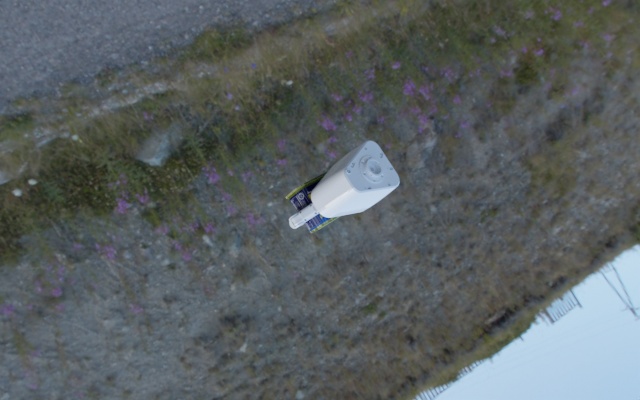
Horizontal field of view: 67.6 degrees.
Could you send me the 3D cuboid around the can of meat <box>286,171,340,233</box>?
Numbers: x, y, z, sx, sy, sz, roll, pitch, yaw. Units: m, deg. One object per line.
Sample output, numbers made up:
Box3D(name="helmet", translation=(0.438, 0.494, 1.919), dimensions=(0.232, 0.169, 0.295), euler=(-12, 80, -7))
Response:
Box3D(name="can of meat", translation=(0.000, 0.003, 0.890), dimensions=(0.102, 0.084, 0.057), euler=(-30, -5, -41))
